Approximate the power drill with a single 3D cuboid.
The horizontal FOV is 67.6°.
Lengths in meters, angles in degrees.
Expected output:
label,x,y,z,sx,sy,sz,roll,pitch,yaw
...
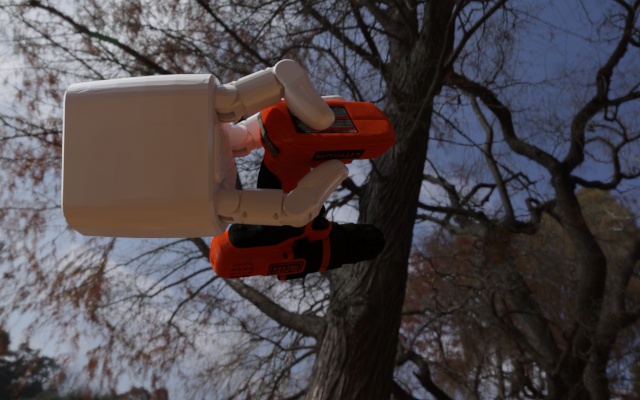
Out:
label,x,y,z,sx,sy,sz,roll,pitch,yaw
power drill,0.000,0.001,0.434,0.184,0.188,0.057,-4,46,-24
